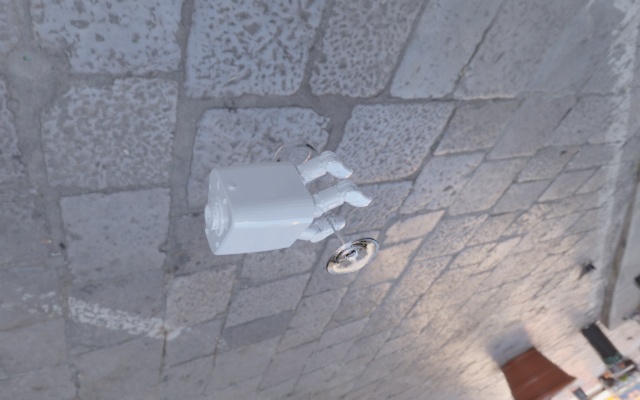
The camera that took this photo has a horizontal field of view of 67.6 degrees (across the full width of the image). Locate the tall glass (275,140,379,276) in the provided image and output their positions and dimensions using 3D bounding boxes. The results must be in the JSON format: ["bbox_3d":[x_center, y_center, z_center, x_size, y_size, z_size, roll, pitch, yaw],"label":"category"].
[{"bbox_3d":[0.000,0.003,0.662,0.079,0.201,0.079,-19,-37,-15],"label":"tall glass"}]
